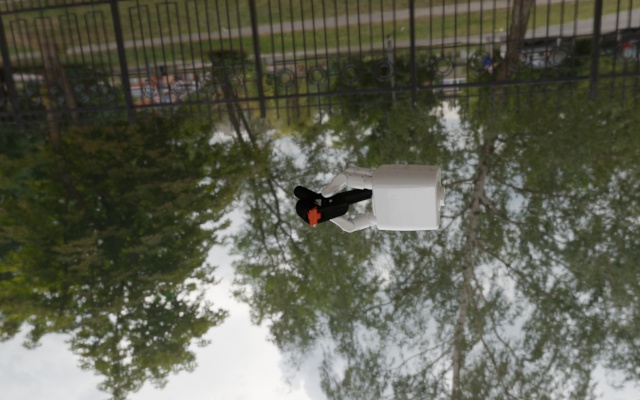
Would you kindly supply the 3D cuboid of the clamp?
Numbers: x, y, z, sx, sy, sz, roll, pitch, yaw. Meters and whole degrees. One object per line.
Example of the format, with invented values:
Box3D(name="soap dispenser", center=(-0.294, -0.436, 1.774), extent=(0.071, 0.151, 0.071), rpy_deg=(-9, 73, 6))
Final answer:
Box3D(name="clamp", center=(0.000, 0.004, 0.882), extent=(0.164, 0.036, 0.210), rpy_deg=(1, 14, 19))
